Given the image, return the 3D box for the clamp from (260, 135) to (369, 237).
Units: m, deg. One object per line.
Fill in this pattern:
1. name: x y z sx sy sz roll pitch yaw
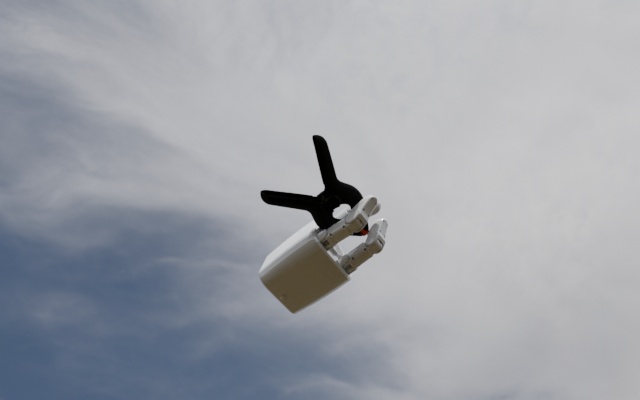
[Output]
1. clamp: 0.000 0.002 0.689 0.120 0.171 0.039 -36 25 9
